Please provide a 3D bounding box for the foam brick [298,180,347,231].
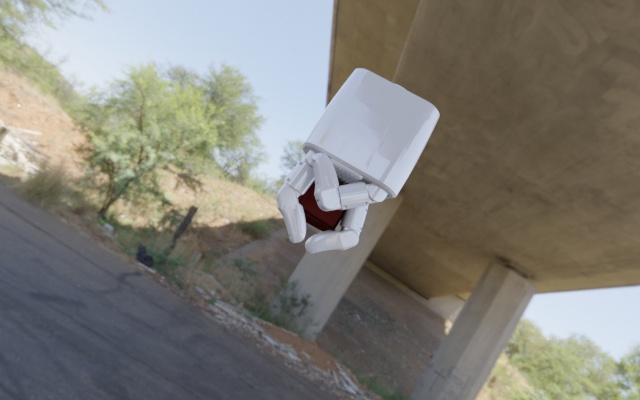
[{"bbox_3d":[0.000,0.002,0.561,0.053,0.051,0.078,31,-9,-8],"label":"foam brick"}]
